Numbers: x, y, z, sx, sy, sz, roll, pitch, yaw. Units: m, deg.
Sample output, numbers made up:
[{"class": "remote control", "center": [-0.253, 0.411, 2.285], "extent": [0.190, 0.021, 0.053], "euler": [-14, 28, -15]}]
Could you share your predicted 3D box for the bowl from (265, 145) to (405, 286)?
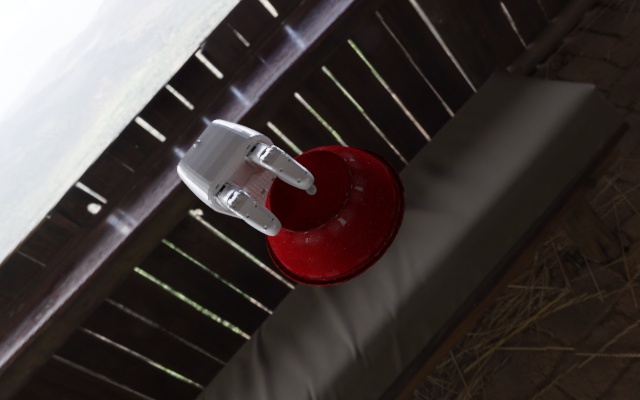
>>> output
[{"class": "bowl", "center": [0.001, 0.002, 0.483], "extent": [0.162, 0.162, 0.055], "euler": [0, -26, 29]}]
